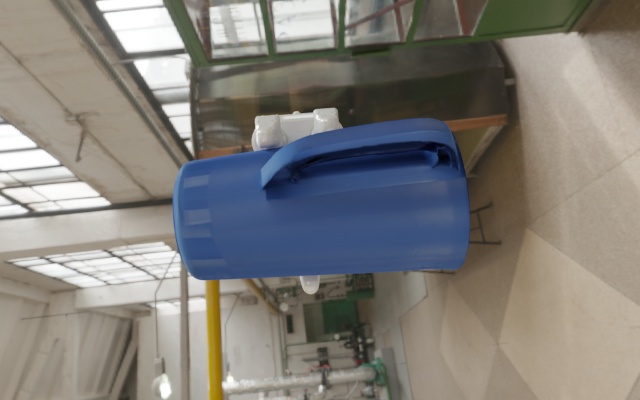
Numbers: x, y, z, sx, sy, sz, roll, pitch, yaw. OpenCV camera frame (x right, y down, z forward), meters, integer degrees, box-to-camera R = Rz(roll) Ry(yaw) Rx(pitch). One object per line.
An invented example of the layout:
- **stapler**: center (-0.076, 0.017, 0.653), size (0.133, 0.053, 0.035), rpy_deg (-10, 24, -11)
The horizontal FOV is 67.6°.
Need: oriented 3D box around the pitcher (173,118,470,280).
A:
- **pitcher**: center (0.000, 0.001, 0.423), size (0.243, 0.149, 0.145), rpy_deg (-6, 17, -1)
